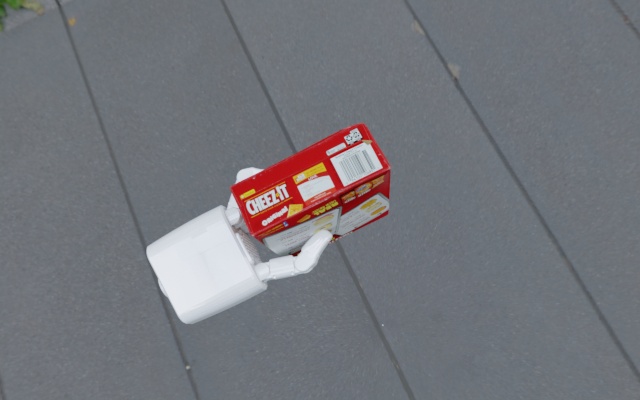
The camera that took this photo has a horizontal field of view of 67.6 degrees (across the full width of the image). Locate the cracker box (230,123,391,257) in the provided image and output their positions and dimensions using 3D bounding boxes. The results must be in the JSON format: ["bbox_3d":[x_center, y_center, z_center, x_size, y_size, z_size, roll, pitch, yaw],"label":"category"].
[{"bbox_3d":[0.000,0.002,0.601,0.164,0.072,0.214,-27,-16,0],"label":"cracker box"}]
